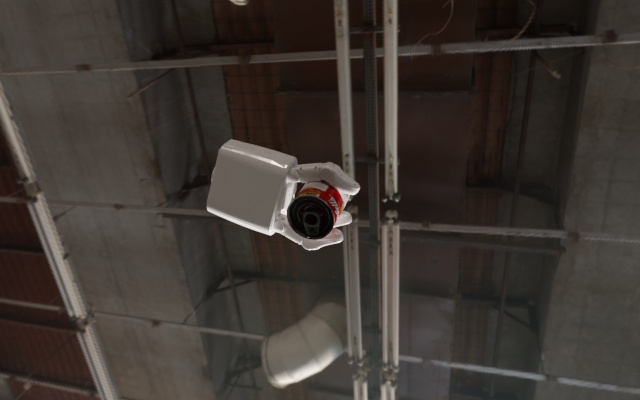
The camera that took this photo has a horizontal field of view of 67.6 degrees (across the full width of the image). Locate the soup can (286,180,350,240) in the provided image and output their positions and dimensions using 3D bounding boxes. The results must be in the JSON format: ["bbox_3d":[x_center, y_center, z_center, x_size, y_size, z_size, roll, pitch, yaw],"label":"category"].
[{"bbox_3d":[0.001,0.002,0.683,0.068,0.068,0.102,0,25,18],"label":"soup can"}]
